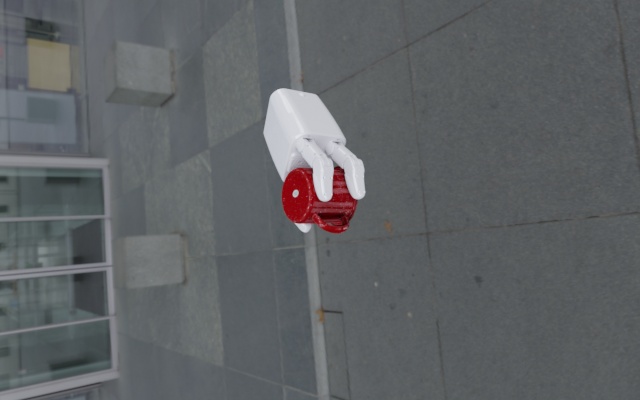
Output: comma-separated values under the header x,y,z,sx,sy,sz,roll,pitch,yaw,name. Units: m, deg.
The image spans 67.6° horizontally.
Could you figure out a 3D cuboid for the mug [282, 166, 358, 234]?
x,y,z,sx,sy,sz,roll,pitch,yaw,name
0.000,0.003,0.704,0.081,0.117,0.093,0,-42,-36,mug
